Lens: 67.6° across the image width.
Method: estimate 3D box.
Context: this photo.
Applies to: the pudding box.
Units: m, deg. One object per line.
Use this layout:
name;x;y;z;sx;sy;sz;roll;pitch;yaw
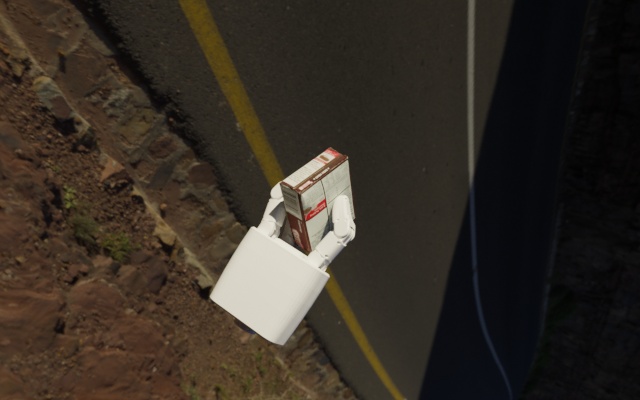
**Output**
pudding box;0.000;0.002;0.623;0.039;0.114;0.090;31;55;34
